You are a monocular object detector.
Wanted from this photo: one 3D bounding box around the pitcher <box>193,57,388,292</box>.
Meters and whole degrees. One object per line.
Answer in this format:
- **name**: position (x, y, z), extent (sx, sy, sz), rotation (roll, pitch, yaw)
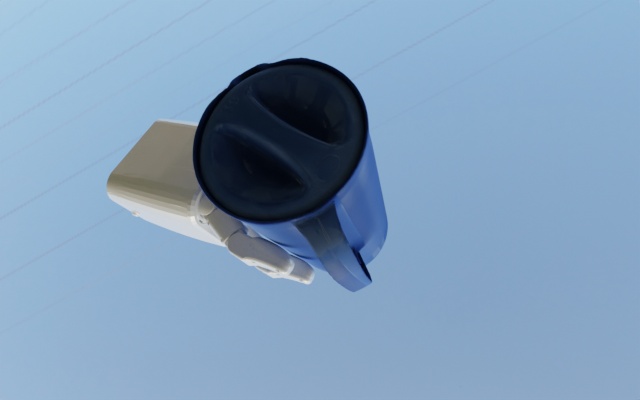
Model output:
- **pitcher**: position (0.000, 0.001, 0.441), extent (0.145, 0.149, 0.243), rotation (14, -16, 20)
